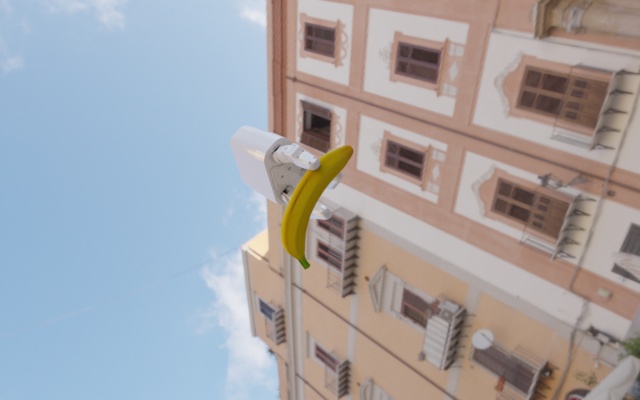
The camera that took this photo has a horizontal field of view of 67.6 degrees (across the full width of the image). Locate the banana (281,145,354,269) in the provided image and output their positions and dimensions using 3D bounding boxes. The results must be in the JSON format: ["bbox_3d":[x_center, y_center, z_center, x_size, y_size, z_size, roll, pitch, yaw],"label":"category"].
[{"bbox_3d":[-0.013,0.001,0.703,0.037,0.198,0.070,24,2,44],"label":"banana"}]
